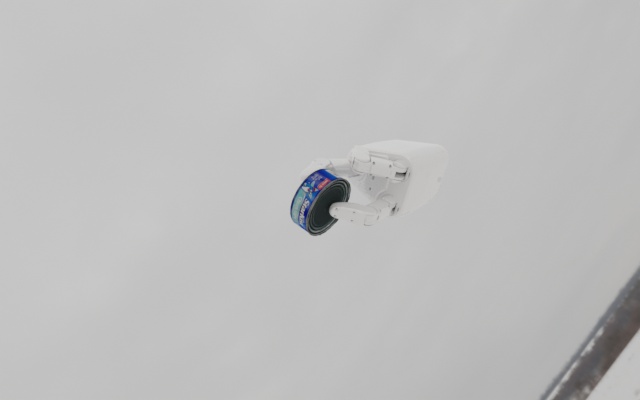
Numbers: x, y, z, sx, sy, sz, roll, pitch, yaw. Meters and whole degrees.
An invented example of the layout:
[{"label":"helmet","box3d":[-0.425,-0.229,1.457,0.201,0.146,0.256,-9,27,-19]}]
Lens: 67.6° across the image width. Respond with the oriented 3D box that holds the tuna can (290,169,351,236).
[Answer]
[{"label":"tuna can","box3d":[0.000,0.002,0.626,0.033,0.086,0.086,33,17,28]}]
